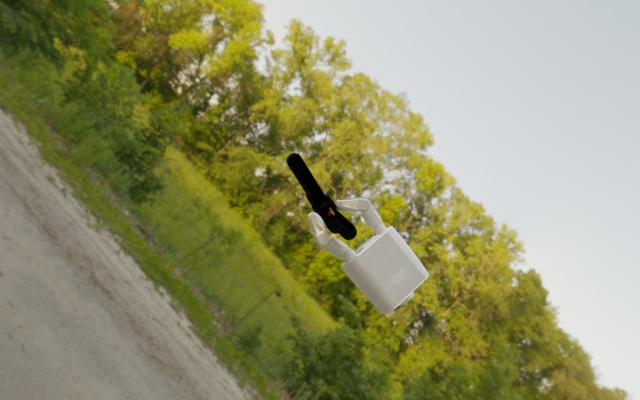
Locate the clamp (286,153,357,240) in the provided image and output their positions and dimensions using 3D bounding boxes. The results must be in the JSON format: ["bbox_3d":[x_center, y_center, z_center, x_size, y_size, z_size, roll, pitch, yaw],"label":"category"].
[{"bbox_3d":[0.001,0.002,0.820,0.036,0.164,0.210,-35,-5,-4],"label":"clamp"}]
